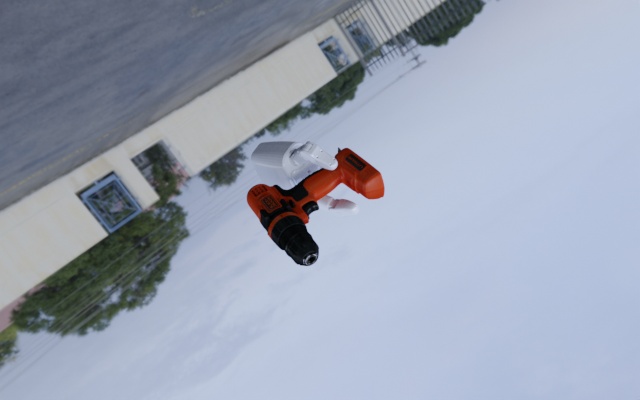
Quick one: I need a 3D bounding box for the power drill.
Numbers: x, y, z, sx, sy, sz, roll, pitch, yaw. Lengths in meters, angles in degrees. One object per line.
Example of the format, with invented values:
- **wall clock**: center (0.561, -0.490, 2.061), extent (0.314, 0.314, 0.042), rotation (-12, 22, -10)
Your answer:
- **power drill**: center (0.000, 0.002, 0.716), extent (0.187, 0.057, 0.184), rotation (-27, 44, -17)
